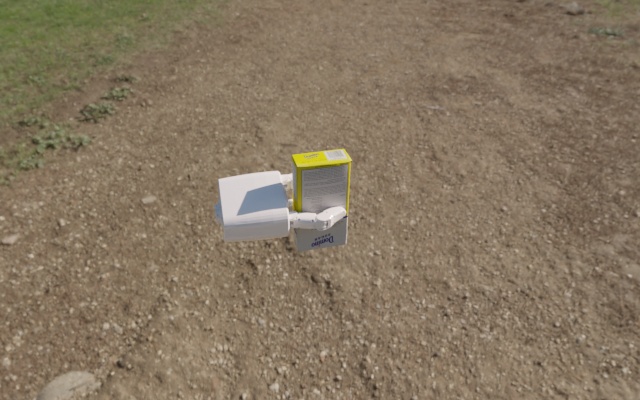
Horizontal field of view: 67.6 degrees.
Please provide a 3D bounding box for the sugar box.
[{"bbox_3d":[0.000,0.002,0.815,0.093,0.176,0.048,-7,38,-13],"label":"sugar box"}]
